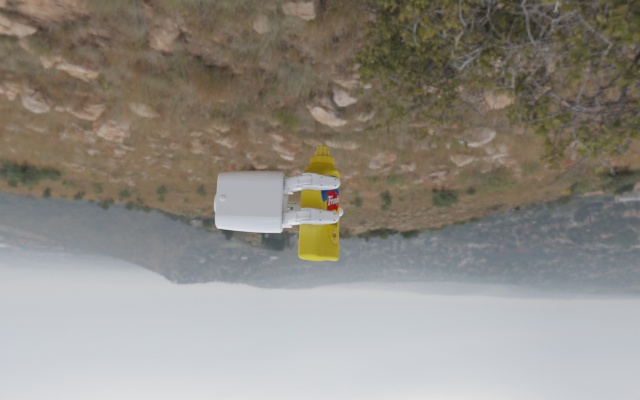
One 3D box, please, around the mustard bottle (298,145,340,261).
[{"bbox_3d":[0.000,0.003,0.794,0.058,0.191,0.096,-3,-11,24],"label":"mustard bottle"}]
